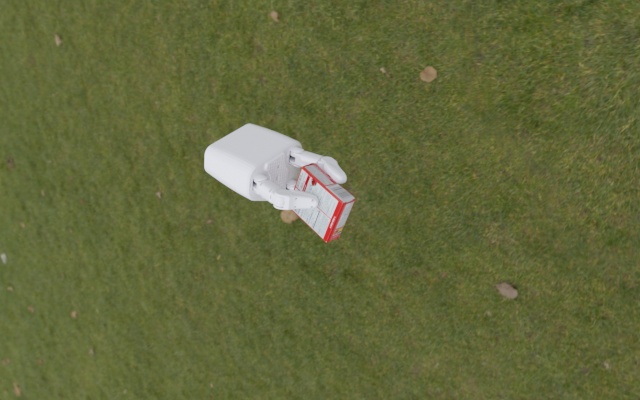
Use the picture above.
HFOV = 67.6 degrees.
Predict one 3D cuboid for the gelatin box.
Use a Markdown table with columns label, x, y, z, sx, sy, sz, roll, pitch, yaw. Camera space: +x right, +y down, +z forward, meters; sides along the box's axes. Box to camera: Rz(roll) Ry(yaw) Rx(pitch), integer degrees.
| label | x | y | z | sx | sy | sz | roll | pitch | yaw |
| --- | --- | --- | --- | --- | --- | --- | --- | --- | --- |
| gelatin box | 0.000 | 0.002 | 0.668 | 0.030 | 0.073 | 0.089 | -18 | 50 | -43 |
